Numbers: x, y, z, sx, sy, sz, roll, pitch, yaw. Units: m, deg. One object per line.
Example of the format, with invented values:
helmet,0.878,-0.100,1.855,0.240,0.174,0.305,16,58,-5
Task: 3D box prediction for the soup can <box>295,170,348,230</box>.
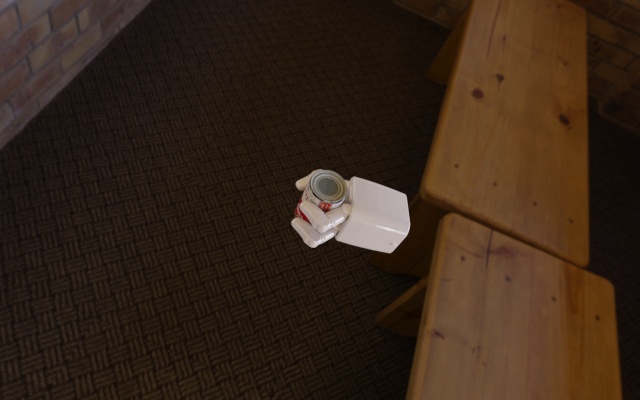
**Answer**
soup can,0.000,0.002,0.827,0.068,0.068,0.102,0,-32,-19
